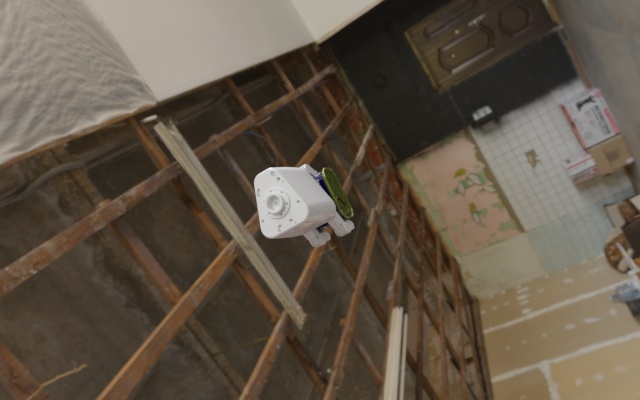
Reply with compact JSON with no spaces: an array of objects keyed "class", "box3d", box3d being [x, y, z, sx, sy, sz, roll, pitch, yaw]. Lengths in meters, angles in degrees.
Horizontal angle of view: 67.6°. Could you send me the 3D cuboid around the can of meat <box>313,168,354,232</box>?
[{"class":"can of meat","box3d":[0.000,0.003,0.891,0.084,0.102,0.057,-28,-6,22]}]
